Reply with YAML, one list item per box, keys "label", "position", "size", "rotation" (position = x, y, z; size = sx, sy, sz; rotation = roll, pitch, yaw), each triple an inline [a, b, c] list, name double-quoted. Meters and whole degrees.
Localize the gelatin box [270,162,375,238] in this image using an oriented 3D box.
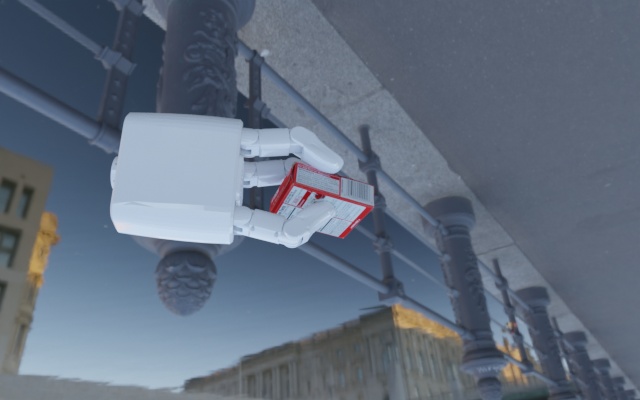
- label: "gelatin box"
  position: [0.000, 0.002, 0.489]
  size: [0.089, 0.030, 0.073]
  rotation: [16, -35, -16]
